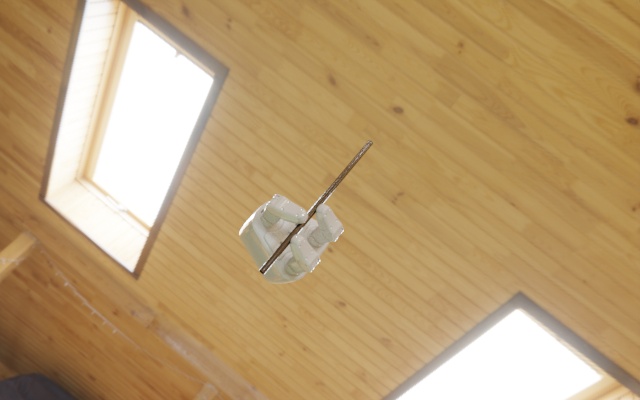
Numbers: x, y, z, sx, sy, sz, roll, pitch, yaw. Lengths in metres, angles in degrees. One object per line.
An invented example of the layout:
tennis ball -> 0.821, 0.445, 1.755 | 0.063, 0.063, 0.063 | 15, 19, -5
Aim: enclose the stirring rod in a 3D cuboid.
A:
stirring rod -> 0.000, 0.002, 0.619 | 0.239, 0.011, 0.011 | -50, 26, -25
